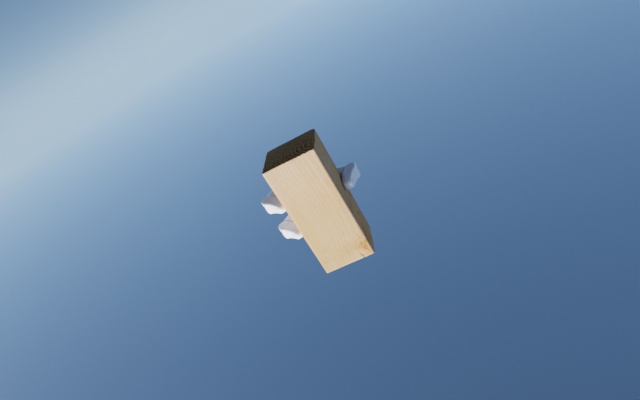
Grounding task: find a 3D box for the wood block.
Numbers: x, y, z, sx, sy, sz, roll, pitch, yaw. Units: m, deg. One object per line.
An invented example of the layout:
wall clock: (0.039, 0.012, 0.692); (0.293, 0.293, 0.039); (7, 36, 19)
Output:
wood block: (0.000, 0.002, 0.775); (0.091, 0.206, 0.090); (-26, 25, 13)
